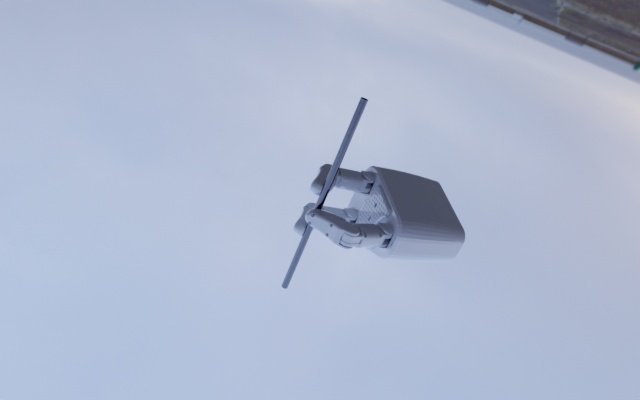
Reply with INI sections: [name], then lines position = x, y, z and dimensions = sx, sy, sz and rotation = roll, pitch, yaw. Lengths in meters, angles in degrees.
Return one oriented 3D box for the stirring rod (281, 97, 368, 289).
[stirring rod]
position = 0.000, 0.002, 0.514
dimensions = 0.011, 0.240, 0.011
rotation = 19, 26, -9
